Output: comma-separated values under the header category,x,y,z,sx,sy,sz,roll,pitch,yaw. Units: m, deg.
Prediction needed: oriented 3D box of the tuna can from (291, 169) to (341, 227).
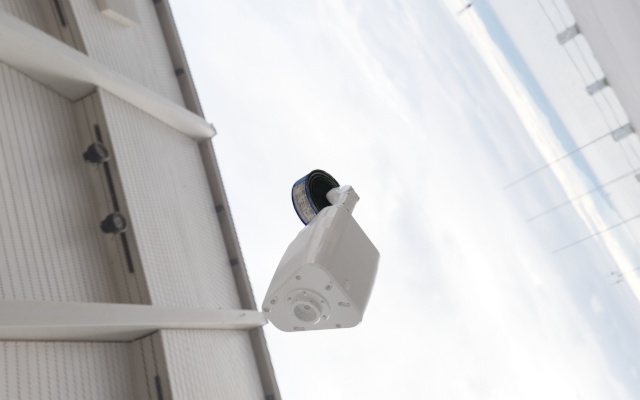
category,x,y,z,sx,sy,sz,roll,pitch,yaw
tuna can,0.000,0.002,0.650,0.034,0.086,0.086,-30,-17,33
